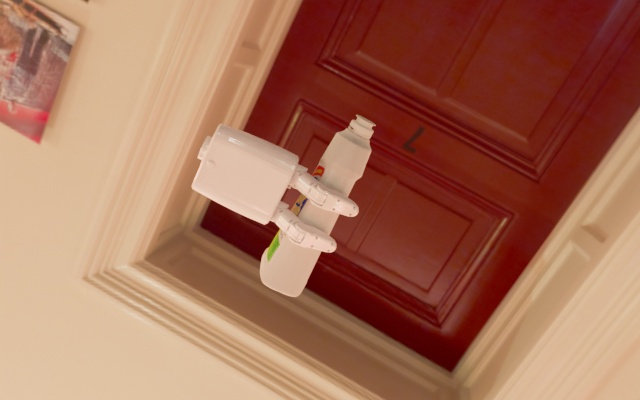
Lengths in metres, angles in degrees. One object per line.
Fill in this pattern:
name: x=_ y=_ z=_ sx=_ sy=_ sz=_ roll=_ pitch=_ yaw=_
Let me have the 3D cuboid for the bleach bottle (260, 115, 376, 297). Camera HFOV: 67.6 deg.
bleach bottle: x=0.000 y=0.002 z=0.641 sx=0.068 sy=0.251 sz=0.102 roll=25 pitch=17 yaw=-10
